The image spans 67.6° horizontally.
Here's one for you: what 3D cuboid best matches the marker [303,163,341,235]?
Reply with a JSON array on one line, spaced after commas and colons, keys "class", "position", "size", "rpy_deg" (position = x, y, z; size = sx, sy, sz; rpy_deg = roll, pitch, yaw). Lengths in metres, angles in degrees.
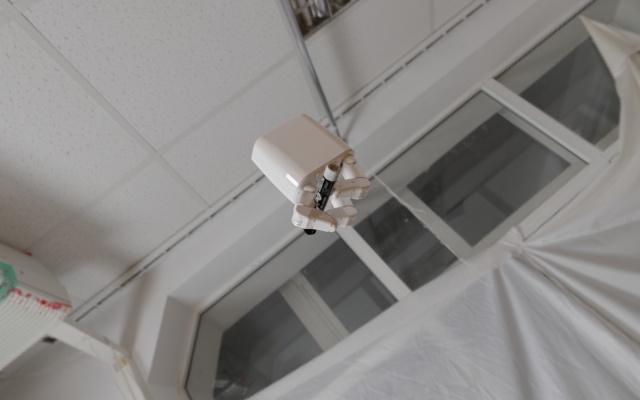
[{"class": "marker", "position": [0.000, 0.002, 0.642], "size": [0.020, 0.121, 0.020], "rpy_deg": [13, 40, -11]}]
